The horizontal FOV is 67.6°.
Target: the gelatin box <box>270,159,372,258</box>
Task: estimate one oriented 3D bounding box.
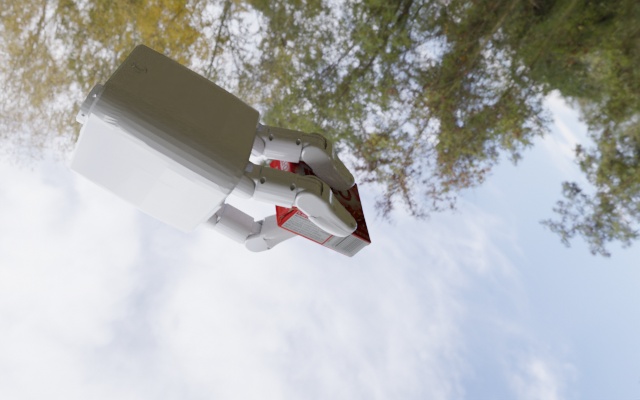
[{"bbox_3d":[0.000,0.002,0.421,0.089,0.073,0.030,27,-53,-34],"label":"gelatin box"}]
